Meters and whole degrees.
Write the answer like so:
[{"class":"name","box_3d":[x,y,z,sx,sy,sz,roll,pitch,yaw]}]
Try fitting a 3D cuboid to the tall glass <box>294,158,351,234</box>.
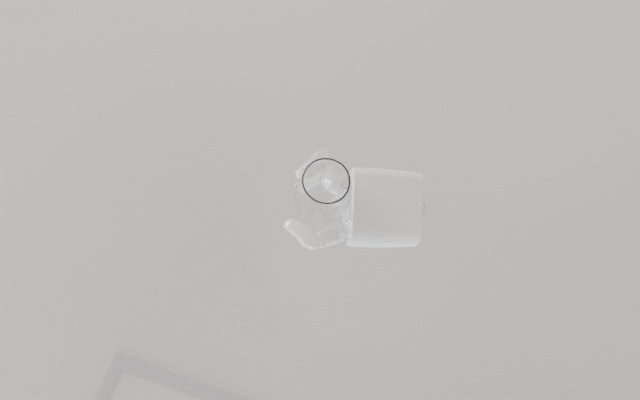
[{"class":"tall glass","box_3d":[0.000,0.003,0.696,0.079,0.079,0.201,0,-16,-4]}]
